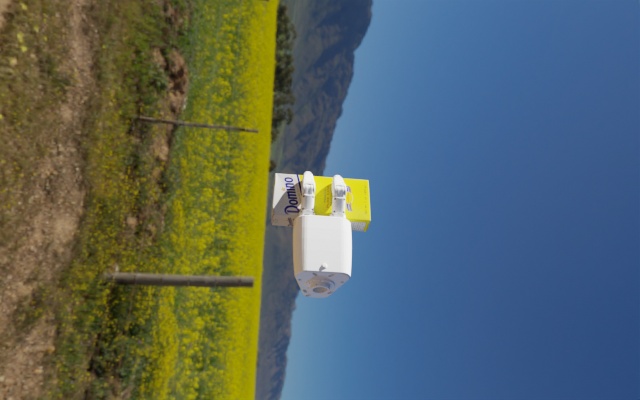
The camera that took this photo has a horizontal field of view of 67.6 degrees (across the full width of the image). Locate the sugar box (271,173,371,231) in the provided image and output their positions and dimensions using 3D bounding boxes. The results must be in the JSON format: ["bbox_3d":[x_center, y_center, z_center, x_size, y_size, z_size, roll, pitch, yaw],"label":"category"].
[{"bbox_3d":[0.000,0.003,0.876,0.176,0.093,0.048,5,-34,-7],"label":"sugar box"}]
